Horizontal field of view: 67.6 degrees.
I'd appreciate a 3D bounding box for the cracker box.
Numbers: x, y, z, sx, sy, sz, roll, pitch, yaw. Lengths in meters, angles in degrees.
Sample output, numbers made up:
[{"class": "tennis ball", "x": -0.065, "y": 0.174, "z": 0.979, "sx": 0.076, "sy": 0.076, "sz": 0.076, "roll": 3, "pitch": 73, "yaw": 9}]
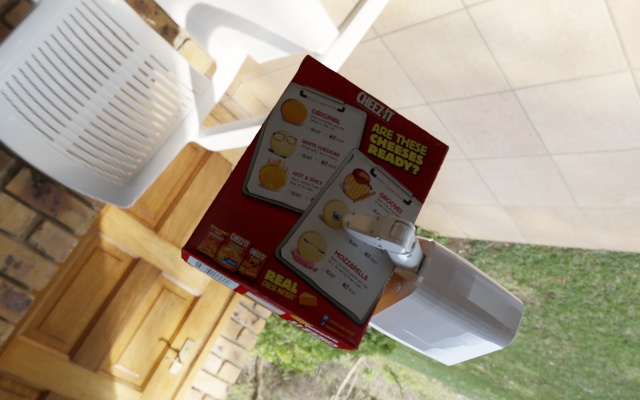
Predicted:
[{"class": "cracker box", "x": 0.000, "y": 0.002, "z": 0.439, "sx": 0.164, "sy": 0.213, "sz": 0.072, "roll": 32, "pitch": -22, "yaw": -8}]
